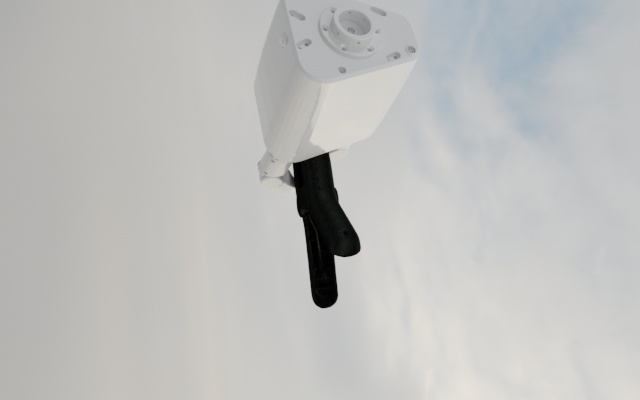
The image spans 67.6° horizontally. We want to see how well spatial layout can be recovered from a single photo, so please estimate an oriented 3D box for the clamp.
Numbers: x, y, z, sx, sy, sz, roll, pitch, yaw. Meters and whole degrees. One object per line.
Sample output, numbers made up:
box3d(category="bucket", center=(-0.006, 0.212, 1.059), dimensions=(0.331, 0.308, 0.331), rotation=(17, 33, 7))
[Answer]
box3d(category="clamp", center=(0.001, 0.001, 0.431), dimensions=(0.039, 0.171, 0.120), rotation=(-5, -23, -20))
